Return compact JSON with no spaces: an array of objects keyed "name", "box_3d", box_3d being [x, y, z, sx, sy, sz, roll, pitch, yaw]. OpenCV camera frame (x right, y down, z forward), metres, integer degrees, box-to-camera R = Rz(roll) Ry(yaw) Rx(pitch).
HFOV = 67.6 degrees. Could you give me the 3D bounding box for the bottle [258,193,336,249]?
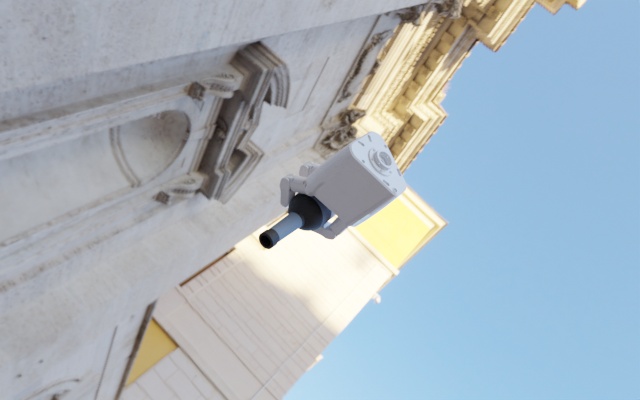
[{"name":"bottle","box_3d":[0.000,0.003,0.802,0.069,0.069,0.295,0,23,36]}]
